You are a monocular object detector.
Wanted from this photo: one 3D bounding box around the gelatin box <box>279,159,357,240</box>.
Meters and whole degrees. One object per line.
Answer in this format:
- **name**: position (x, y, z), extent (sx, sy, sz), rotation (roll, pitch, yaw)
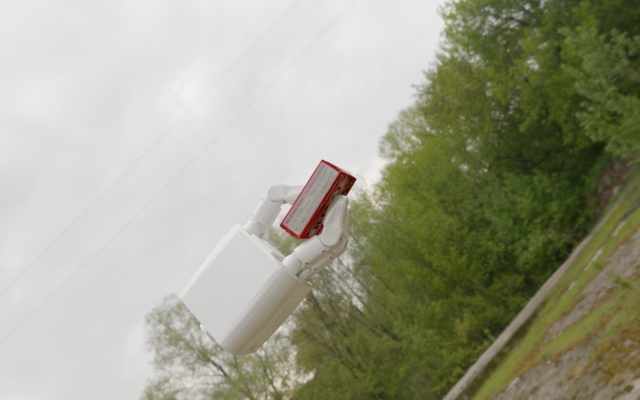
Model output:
- **gelatin box**: position (0.000, 0.001, 0.540), extent (0.030, 0.089, 0.073), rotation (34, 6, 17)
